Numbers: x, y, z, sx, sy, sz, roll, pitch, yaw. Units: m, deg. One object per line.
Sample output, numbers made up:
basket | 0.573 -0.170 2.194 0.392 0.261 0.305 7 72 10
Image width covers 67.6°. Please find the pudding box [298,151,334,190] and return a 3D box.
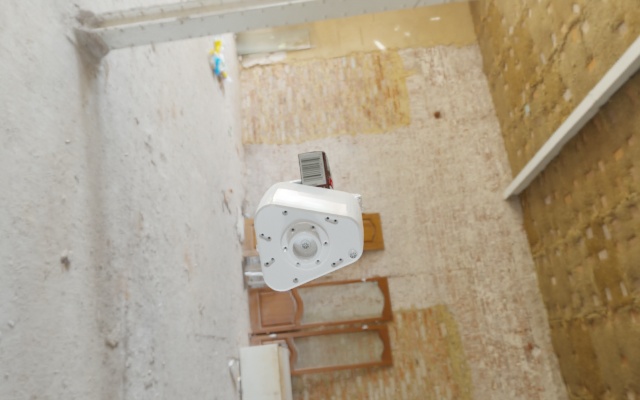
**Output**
pudding box | 0.000 0.002 0.634 0.039 0.113 0.090 -7 -16 5
